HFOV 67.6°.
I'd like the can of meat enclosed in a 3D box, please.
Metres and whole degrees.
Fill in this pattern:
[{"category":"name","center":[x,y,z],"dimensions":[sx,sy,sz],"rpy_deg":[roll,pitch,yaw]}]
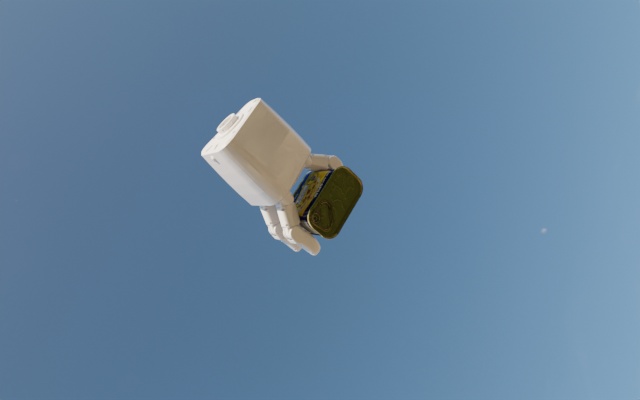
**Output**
[{"category":"can of meat","center":[0.000,0.002,0.690],"dimensions":[0.057,0.102,0.084],"rpy_deg":[41,-20,-26]}]
